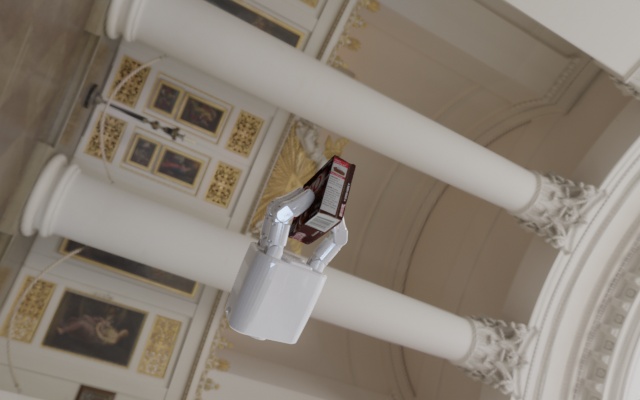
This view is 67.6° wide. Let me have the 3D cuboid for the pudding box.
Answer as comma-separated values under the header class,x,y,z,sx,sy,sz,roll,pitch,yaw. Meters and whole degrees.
class,x,y,z,sx,sy,sz,roll,pitch,yaw
pudding box,0.000,0.002,0.656,0.039,0.090,0.113,24,-29,-18
